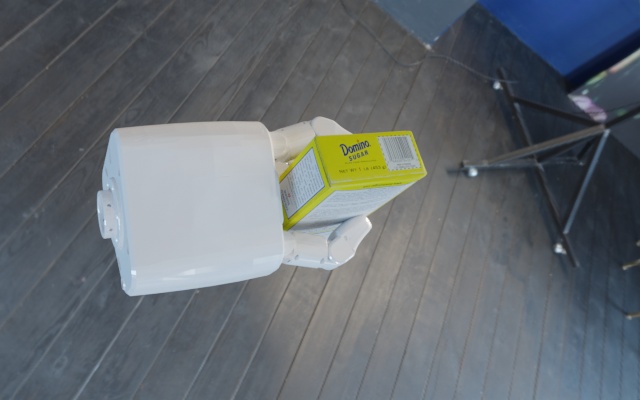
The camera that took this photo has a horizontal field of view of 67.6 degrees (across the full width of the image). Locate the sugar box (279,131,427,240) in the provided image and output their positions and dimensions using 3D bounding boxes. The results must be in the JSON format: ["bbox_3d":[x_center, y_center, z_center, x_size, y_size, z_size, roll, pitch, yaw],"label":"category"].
[{"bbox_3d":[0.000,0.001,0.415,0.093,0.048,0.176,-7,-17,-32],"label":"sugar box"}]
